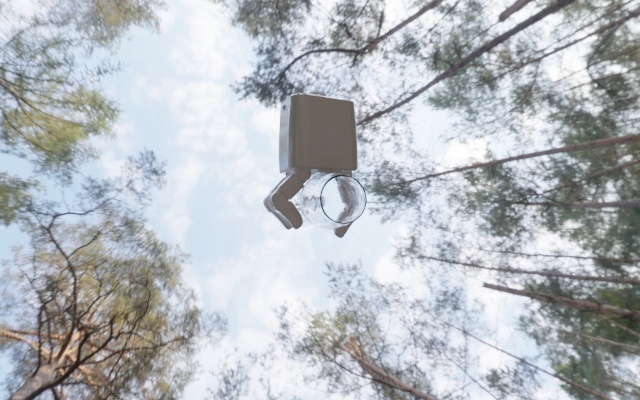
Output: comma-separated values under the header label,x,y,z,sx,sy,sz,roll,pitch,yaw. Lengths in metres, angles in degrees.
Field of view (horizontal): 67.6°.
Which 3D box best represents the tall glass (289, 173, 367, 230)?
label,x,y,z,sx,sy,sz,roll,pitch,yaw
tall glass,0.000,0.002,0.686,0.079,0.079,0.201,0,-2,-17
